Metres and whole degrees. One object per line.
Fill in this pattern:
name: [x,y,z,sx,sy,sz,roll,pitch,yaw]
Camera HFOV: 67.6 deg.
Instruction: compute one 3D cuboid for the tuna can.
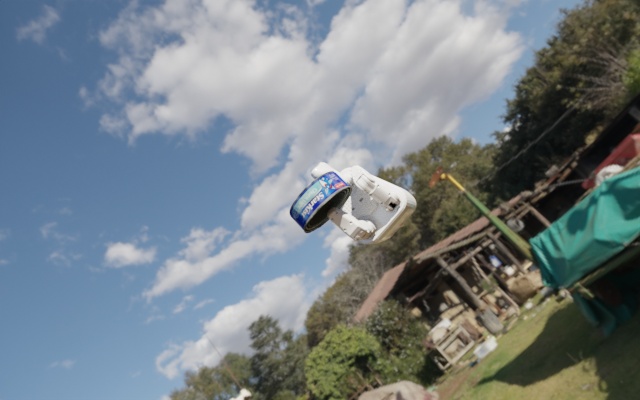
tuna can: [0.000,0.002,0.633,0.033,0.086,0.086,46,15,15]
